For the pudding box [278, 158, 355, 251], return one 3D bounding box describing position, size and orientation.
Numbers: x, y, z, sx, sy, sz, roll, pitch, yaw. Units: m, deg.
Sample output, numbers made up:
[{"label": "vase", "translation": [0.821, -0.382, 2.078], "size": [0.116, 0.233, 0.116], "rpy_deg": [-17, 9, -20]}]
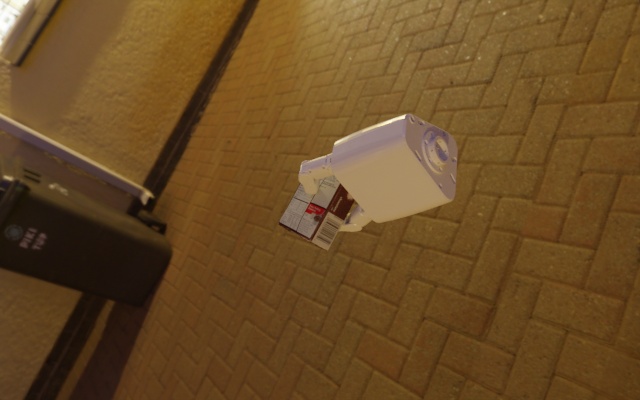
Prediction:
[{"label": "pudding box", "translation": [0.000, 0.002, 0.662], "size": [0.039, 0.113, 0.090], "rpy_deg": [33, -7, -35]}]
